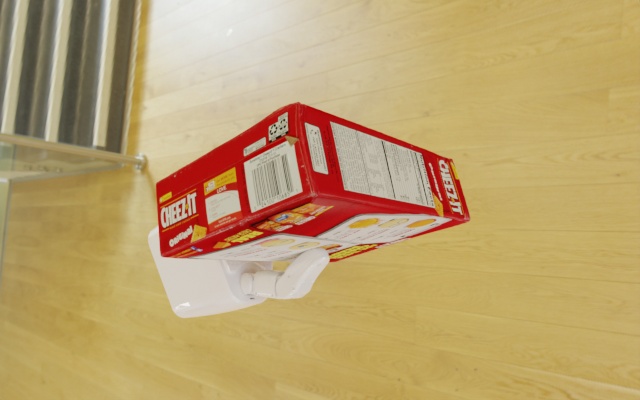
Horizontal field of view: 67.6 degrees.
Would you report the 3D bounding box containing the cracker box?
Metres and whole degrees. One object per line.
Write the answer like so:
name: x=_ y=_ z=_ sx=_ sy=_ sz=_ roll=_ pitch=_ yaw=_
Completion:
cracker box: x=0.000 y=0.001 z=0.403 sx=0.164 sy=0.072 sz=0.214 roll=-22 pitch=-20 yaw=37
